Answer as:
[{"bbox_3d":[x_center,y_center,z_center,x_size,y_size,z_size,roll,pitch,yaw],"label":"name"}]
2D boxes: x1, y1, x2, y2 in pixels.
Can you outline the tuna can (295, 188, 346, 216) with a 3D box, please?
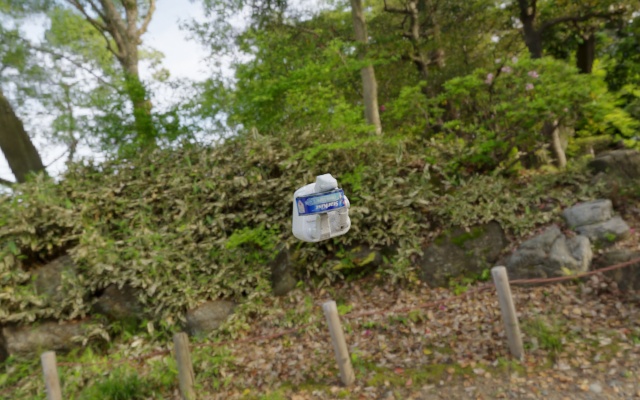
[{"bbox_3d":[0.000,0.002,0.831,0.086,0.034,0.086,-11,3,1],"label":"tuna can"}]
